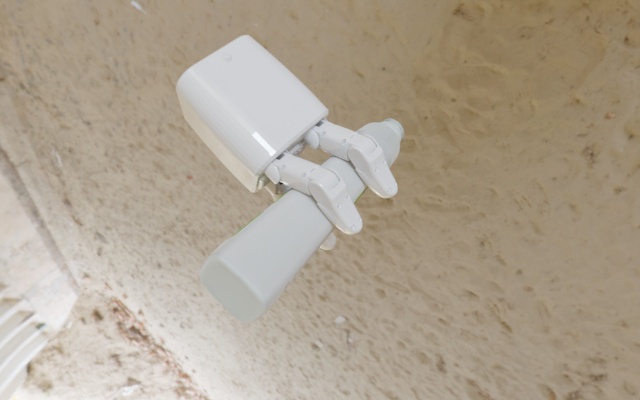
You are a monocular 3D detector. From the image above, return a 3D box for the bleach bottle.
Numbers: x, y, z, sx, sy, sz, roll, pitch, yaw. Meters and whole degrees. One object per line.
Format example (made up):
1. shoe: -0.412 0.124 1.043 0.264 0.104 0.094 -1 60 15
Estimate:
1. bleach bottle: 0.000 0.002 0.463 0.250 0.068 0.103 -45 -1 -31
